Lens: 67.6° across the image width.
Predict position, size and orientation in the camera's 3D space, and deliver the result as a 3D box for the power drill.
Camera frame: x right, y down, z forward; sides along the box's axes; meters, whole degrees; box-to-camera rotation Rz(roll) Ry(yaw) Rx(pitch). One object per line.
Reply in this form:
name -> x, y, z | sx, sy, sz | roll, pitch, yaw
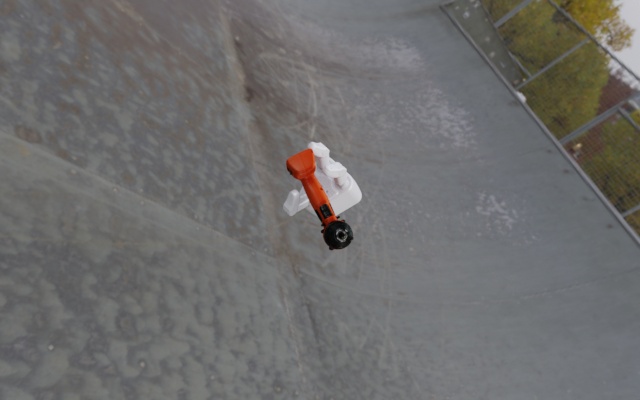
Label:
power drill -> 0.000, 0.002, 0.869 | 0.057, 0.187, 0.184 | -25, -3, -5
